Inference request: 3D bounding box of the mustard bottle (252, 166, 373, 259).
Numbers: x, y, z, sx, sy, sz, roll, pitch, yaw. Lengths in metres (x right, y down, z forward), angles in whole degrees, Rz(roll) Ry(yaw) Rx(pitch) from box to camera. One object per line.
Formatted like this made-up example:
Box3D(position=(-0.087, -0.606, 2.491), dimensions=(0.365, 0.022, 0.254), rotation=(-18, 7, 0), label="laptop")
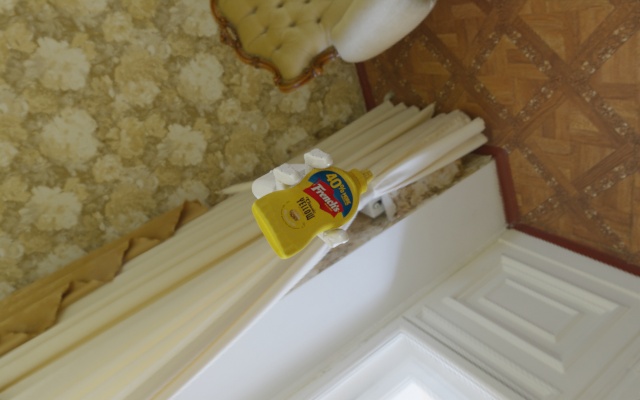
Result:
Box3D(position=(0.000, 0.002, 0.723), dimensions=(0.191, 0.096, 0.058), rotation=(-29, -5, -21), label="mustard bottle")
